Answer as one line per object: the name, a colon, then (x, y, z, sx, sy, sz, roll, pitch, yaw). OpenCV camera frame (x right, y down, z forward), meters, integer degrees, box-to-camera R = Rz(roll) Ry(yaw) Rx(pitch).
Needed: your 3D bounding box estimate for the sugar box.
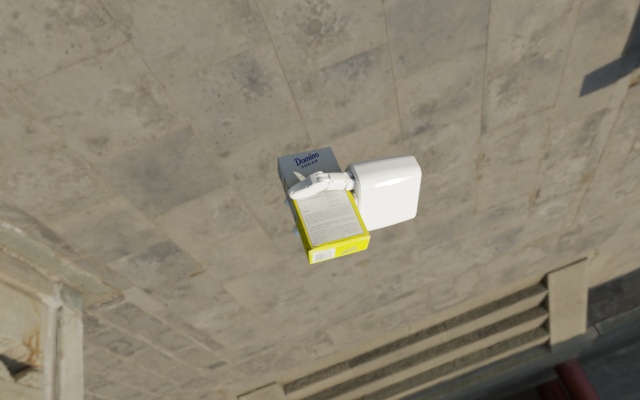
sugar box: (0.000, 0.003, 0.733, 0.093, 0.176, 0.048, -13, -34, -13)
